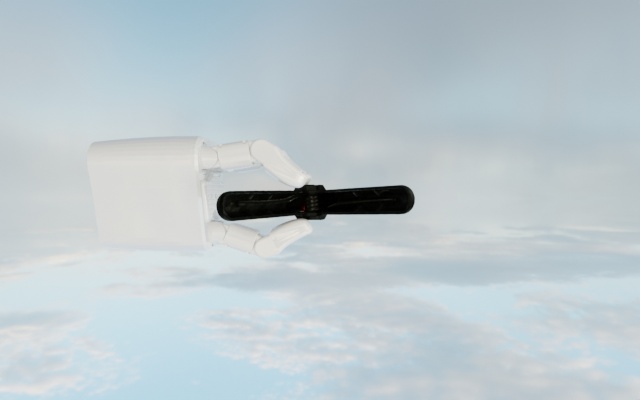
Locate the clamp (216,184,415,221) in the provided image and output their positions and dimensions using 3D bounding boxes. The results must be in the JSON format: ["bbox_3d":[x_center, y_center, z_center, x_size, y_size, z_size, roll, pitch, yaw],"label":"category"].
[{"bbox_3d":[0.000,0.002,0.482,0.164,0.036,0.210,-1,0,2],"label":"clamp"}]
